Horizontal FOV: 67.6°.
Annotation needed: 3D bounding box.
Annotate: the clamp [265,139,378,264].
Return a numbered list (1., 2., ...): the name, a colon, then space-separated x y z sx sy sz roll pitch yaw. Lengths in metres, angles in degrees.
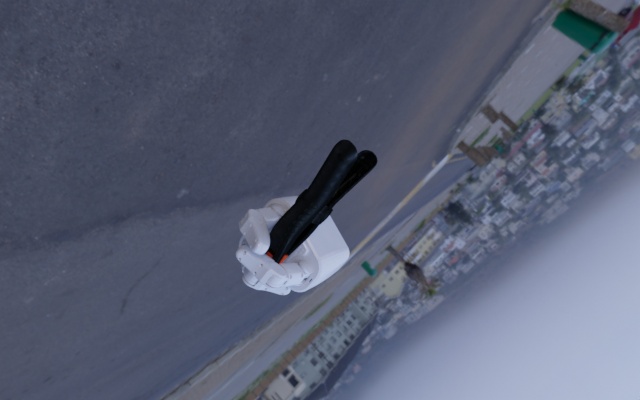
1. clamp: 0.000 0.002 0.533 0.171 0.039 0.120 -49 -19 21
